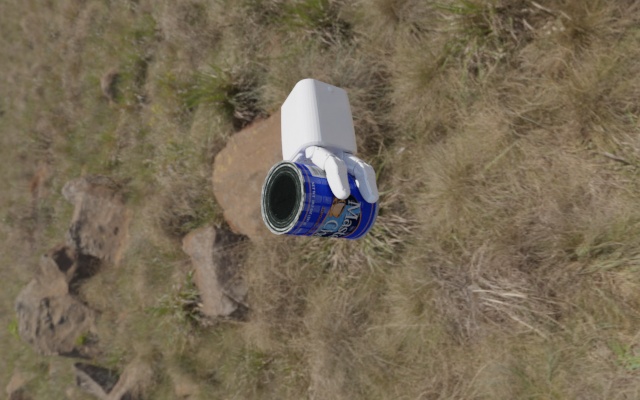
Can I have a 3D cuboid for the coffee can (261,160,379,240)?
[{"bbox_3d":[0.000,0.002,0.692,0.140,0.103,0.103,7,-5,-39],"label":"coffee can"}]
